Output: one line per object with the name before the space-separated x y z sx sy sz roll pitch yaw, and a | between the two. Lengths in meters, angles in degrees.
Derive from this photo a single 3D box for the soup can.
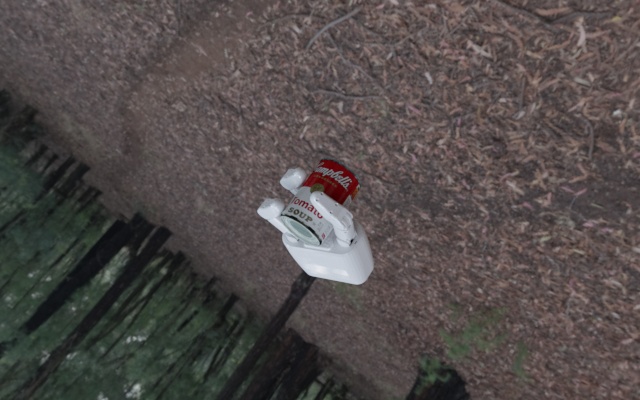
soup can | 0.000 0.002 0.641 0.068 0.102 0.068 31 -20 13
